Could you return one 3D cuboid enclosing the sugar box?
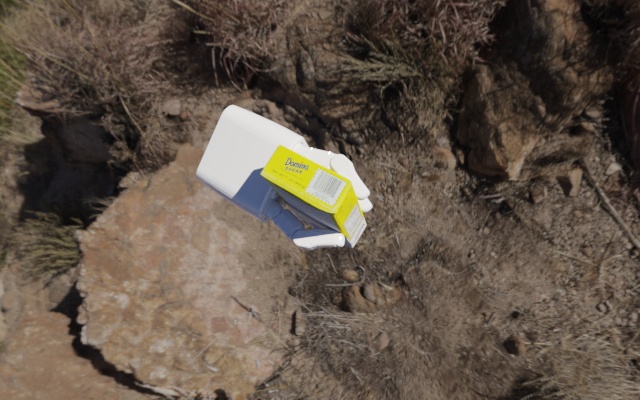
[{"bbox_3d":[0.000,0.001,0.570,0.093,0.048,0.176,29,-7,17],"label":"sugar box"}]
